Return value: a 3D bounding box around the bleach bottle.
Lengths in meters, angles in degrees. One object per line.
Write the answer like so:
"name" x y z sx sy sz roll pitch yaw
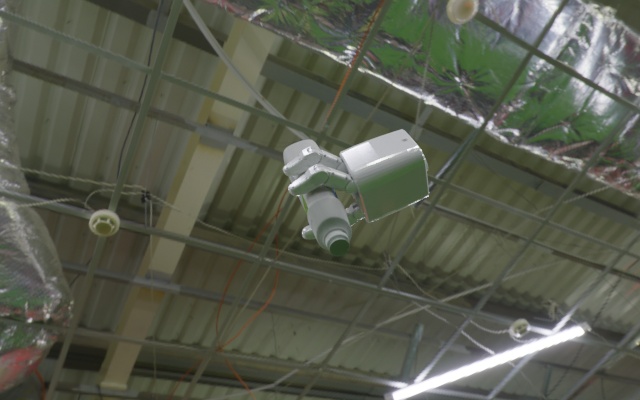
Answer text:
"bleach bottle" 0.000 0.002 0.730 0.068 0.103 0.250 -21 35 -1
